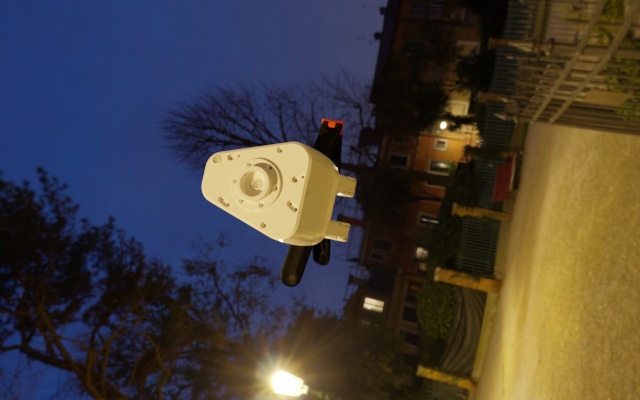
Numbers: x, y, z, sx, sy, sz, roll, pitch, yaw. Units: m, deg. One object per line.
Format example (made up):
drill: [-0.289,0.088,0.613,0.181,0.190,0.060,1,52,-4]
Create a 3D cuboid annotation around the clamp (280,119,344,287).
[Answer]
clamp: [-0.001,0.001,0.623,0.036,0.210,0.164,11,-2,13]
